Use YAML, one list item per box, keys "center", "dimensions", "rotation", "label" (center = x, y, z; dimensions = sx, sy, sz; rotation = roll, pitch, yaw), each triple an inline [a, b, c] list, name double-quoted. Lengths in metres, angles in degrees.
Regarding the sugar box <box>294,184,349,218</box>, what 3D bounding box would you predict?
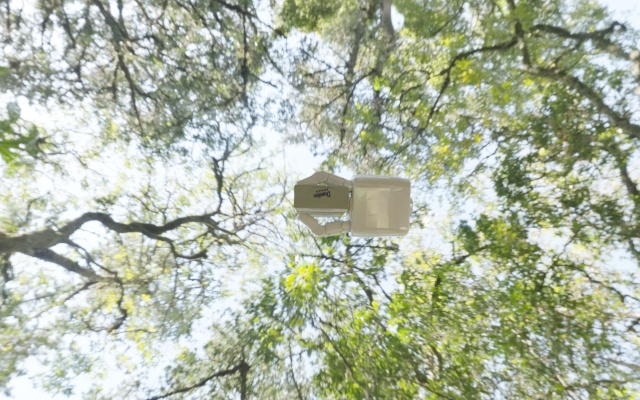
- center: [0.000, 0.002, 0.865]
  dimensions: [0.093, 0.048, 0.176]
  rotation: [2, -8, -1]
  label: "sugar box"
